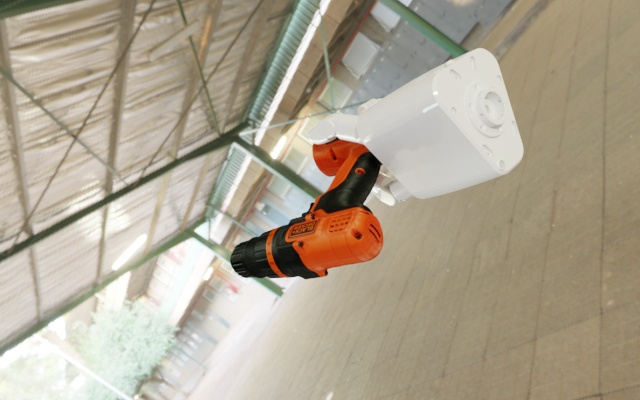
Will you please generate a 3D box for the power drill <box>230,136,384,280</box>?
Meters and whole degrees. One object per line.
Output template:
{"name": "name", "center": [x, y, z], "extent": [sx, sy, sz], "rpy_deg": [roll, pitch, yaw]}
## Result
{"name": "power drill", "center": [0.000, 0.001, 0.511], "extent": [0.184, 0.187, 0.057], "rpy_deg": [-14, -51, 37]}
